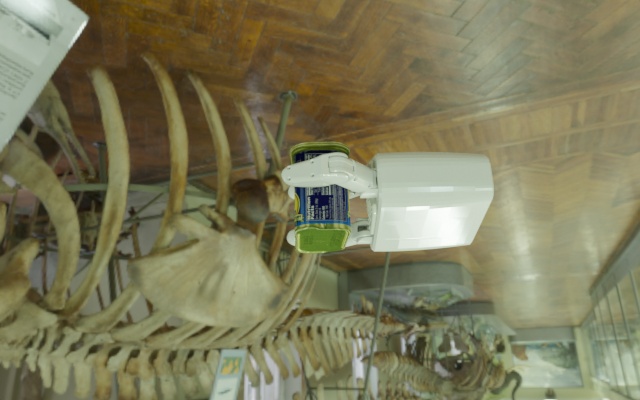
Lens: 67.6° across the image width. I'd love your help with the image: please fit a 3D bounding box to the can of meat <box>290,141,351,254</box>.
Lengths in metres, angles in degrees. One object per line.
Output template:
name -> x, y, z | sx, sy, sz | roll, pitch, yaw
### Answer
can of meat -> 0.000, 0.002, 0.474 | 0.057, 0.084, 0.102 | -1, -19, -2
